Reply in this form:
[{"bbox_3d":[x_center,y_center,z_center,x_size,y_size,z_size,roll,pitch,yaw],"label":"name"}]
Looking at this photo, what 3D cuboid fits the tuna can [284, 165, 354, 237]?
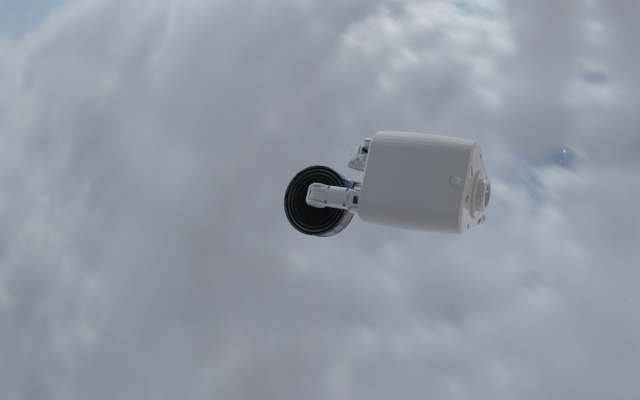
[{"bbox_3d":[0.000,0.002,0.588,0.086,0.086,0.034,0,-9,27],"label":"tuna can"}]
